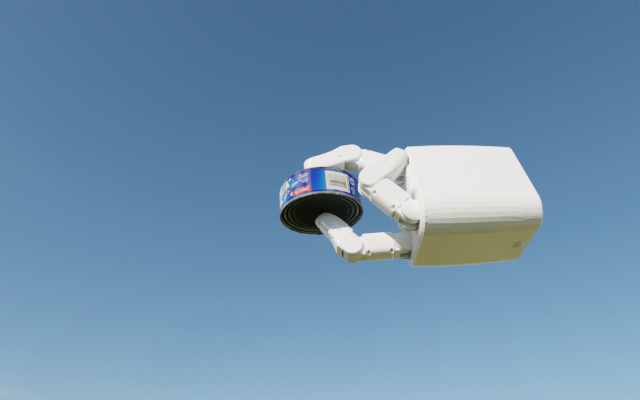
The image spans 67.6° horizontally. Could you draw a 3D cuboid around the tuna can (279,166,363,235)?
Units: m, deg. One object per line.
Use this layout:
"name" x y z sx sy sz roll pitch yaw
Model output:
"tuna can" 0.000 0.001 0.497 0.086 0.033 0.086 -3 -31 -2
